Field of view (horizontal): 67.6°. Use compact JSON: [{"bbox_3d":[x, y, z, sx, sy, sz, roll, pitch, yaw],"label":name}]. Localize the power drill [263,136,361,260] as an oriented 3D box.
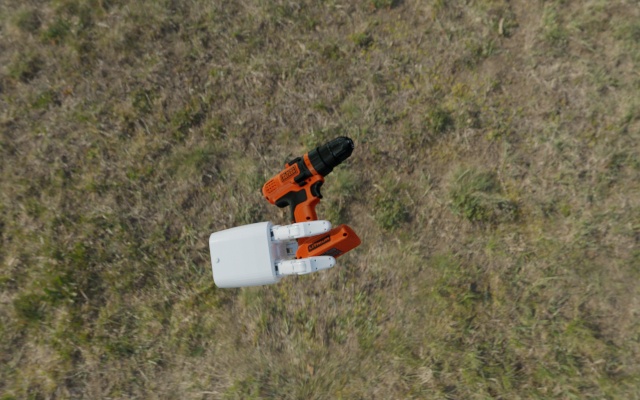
[{"bbox_3d":[0.000,0.003,0.793,0.184,0.187,0.057,-33,-33,21],"label":"power drill"}]
